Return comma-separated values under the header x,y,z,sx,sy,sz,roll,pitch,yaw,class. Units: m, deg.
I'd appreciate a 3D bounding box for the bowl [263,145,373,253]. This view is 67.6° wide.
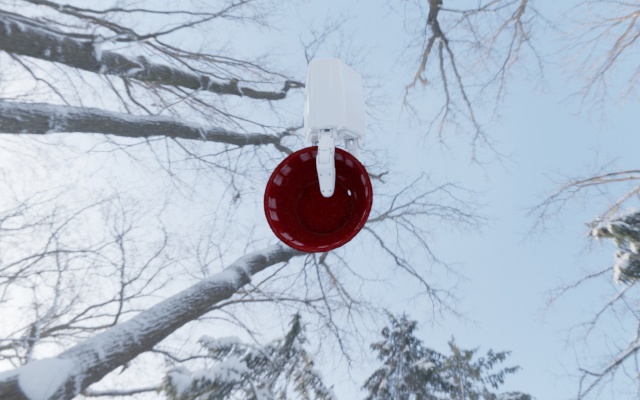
x,y,z,sx,sy,sz,roll,pitch,yaw,class
0.000,0.004,0.708,0.162,0.162,0.055,0,-16,12,bowl
